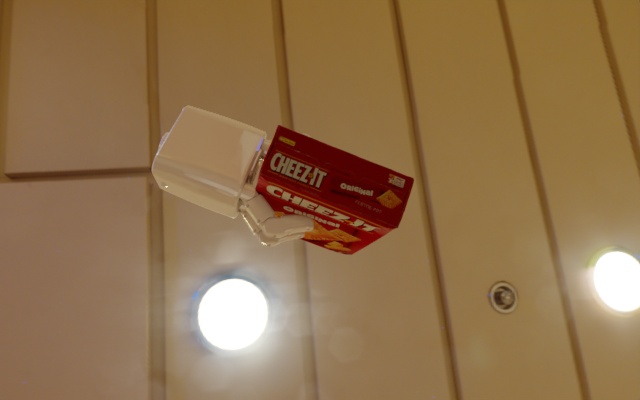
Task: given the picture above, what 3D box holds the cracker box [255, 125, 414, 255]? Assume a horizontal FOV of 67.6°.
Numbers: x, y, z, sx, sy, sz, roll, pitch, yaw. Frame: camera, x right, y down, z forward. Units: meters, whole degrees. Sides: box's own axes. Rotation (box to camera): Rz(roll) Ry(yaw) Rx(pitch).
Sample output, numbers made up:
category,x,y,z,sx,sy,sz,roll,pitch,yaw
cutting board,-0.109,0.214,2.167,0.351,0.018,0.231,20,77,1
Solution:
category,x,y,z,sx,sy,sz,roll,pitch,yaw
cracker box,0.000,0.002,0.613,0.164,0.072,0.214,21,-17,-5
